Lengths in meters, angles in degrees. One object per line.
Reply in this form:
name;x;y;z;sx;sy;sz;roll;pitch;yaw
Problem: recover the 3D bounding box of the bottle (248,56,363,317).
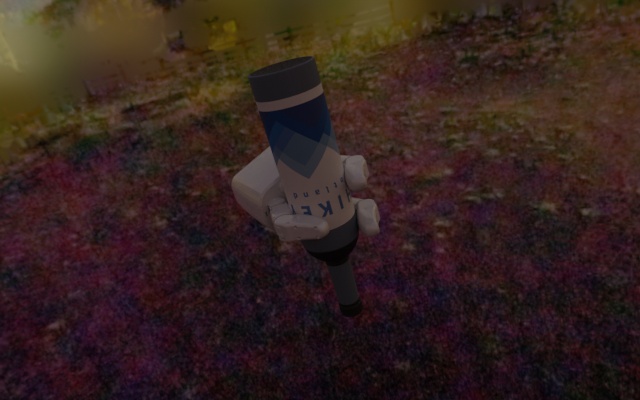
bottle;0.000;0.001;0.513;0.069;0.296;0.069;-14;24;6
